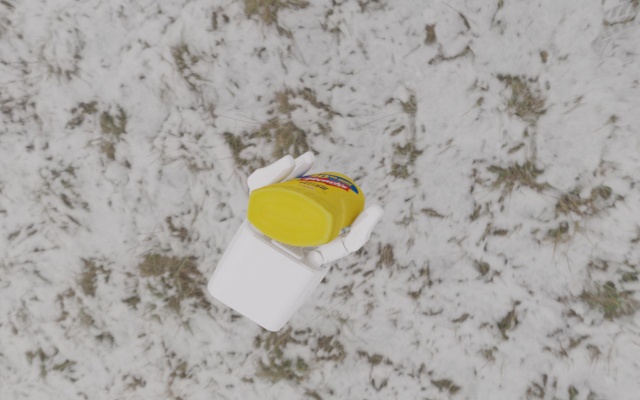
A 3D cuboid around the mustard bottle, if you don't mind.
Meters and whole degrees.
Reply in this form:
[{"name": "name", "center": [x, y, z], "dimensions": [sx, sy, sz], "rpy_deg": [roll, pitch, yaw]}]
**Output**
[{"name": "mustard bottle", "center": [0.000, 0.002, 0.559], "dimensions": [0.096, 0.058, 0.191], "rpy_deg": [14, 14, 18]}]
